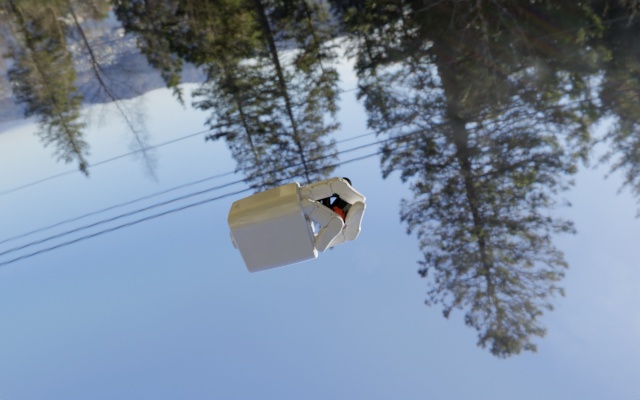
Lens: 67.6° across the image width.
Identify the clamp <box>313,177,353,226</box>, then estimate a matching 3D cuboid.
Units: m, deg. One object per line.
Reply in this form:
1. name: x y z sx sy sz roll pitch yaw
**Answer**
1. clamp: 0.000 0.003 0.782 0.120 0.039 0.171 -15 17 2
